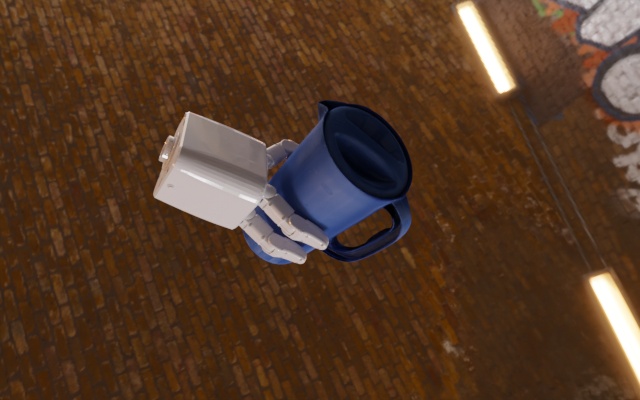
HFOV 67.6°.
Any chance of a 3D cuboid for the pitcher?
[{"bbox_3d":[0.000,0.002,0.629,0.145,0.149,0.243,22,-39,-26],"label":"pitcher"}]
